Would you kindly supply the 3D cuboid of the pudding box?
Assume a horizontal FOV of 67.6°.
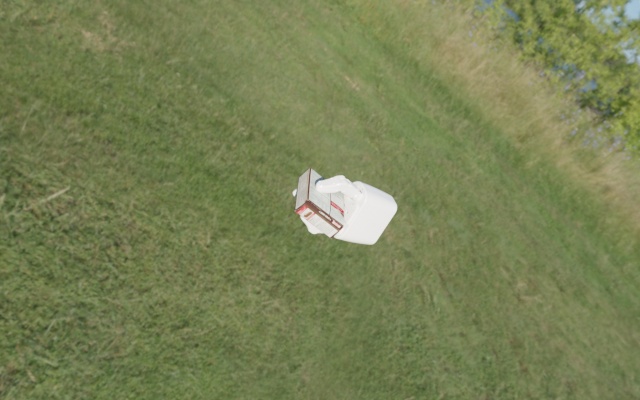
[{"bbox_3d":[0.000,0.003,0.870,0.090,0.039,0.113,37,26,-21],"label":"pudding box"}]
